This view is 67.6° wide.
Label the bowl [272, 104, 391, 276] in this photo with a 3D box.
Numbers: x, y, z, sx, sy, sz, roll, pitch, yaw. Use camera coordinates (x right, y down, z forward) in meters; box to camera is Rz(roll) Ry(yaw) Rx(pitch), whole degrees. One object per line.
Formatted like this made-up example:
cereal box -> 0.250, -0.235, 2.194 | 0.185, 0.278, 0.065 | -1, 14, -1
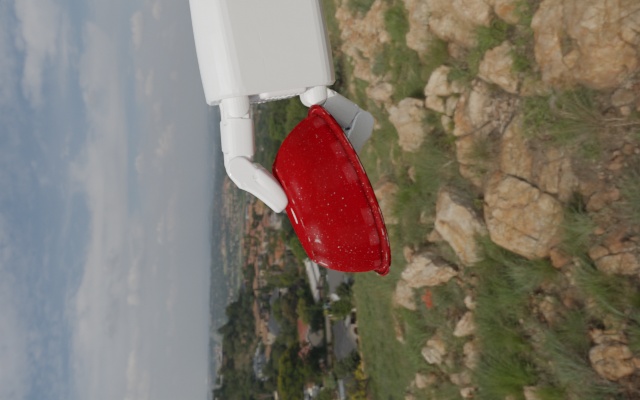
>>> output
bowl -> 0.000, 0.003, 0.418 | 0.055, 0.162, 0.162 | -24, 4, -9
